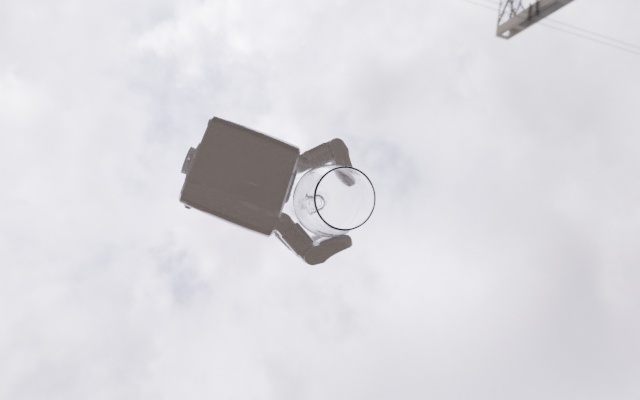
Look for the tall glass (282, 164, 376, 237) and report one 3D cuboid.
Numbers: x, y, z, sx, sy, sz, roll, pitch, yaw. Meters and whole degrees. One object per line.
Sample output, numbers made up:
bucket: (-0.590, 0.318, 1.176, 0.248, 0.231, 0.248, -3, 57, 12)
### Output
tall glass: (0.000, 0.002, 0.549, 0.079, 0.079, 0.201, 0, -2, -14)
